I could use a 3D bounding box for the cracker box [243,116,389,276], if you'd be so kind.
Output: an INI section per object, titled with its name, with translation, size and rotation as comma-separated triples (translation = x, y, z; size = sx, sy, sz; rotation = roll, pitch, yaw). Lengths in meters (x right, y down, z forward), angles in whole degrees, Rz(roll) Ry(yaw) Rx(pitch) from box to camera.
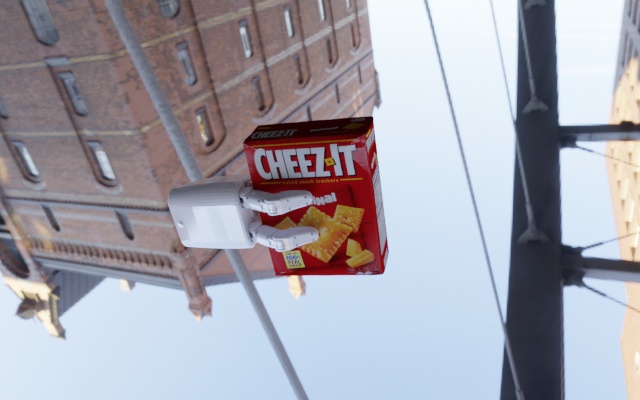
[cracker box]
translation = 0.000, 0.002, 0.656
size = 0.164, 0.214, 0.072
rotation = -2, 29, 16
